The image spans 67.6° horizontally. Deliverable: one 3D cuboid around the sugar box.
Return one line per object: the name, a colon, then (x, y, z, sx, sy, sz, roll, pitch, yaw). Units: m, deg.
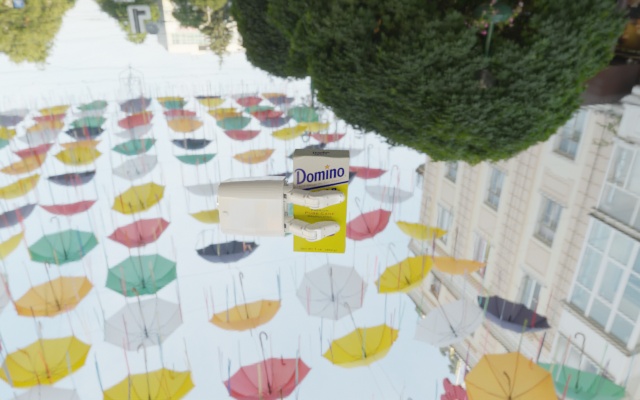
sugar box: (0.000, 0.003, 0.803, 0.093, 0.176, 0.048, 1, 26, 2)
